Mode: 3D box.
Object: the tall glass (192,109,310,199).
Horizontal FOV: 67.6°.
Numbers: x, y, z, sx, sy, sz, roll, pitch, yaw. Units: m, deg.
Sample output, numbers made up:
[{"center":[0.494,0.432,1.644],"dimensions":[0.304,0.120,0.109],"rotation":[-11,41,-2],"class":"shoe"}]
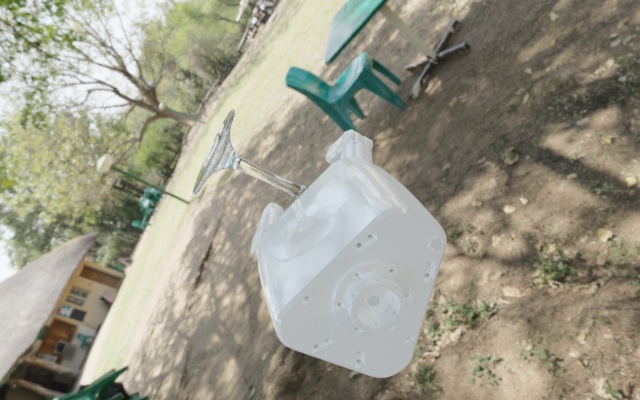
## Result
[{"center":[-0.001,0.001,0.409],"dimensions":[0.201,0.079,0.079],"rotation":[25,-8,-18],"class":"tall glass"}]
